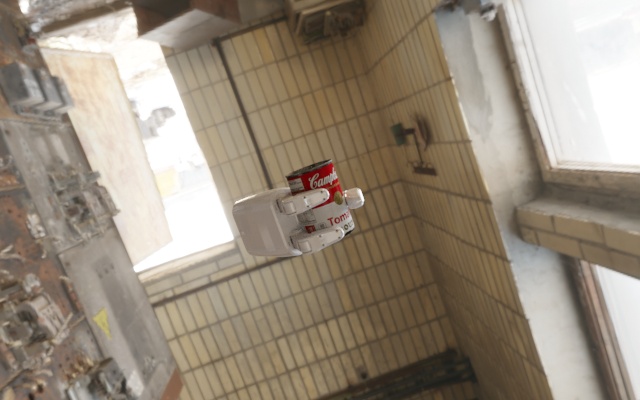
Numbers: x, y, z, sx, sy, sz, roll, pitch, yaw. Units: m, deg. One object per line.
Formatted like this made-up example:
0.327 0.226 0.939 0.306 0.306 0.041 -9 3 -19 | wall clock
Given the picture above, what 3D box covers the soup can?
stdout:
0.001 0.002 0.659 0.068 0.102 0.068 -19 8 3 | soup can
